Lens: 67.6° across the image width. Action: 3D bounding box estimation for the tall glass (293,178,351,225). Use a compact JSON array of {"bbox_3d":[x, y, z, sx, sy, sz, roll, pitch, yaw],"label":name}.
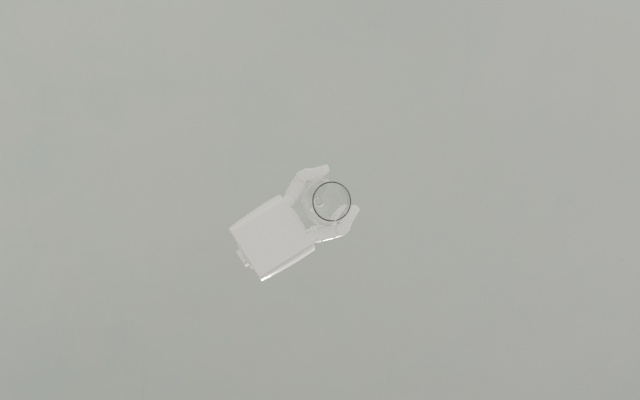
[{"bbox_3d":[0.000,0.003,0.830,0.079,0.079,0.201,0,-1,-10],"label":"tall glass"}]
